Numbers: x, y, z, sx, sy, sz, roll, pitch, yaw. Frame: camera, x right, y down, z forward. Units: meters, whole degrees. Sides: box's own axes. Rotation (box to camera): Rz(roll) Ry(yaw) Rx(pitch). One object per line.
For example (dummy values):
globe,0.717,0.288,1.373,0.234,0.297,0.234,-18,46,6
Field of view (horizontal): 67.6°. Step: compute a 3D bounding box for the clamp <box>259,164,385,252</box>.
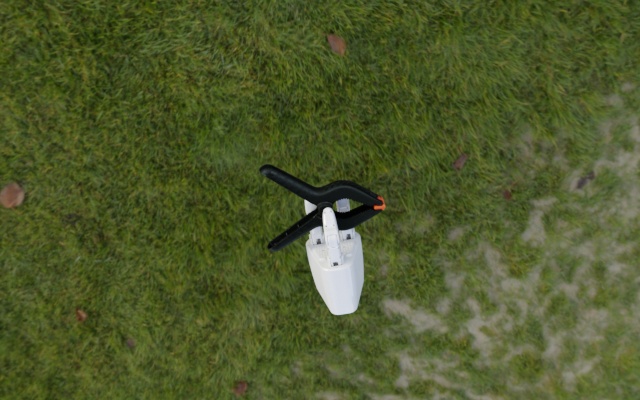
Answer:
clamp,0.001,0.003,0.791,0.210,0.165,0.036,-9,32,1
